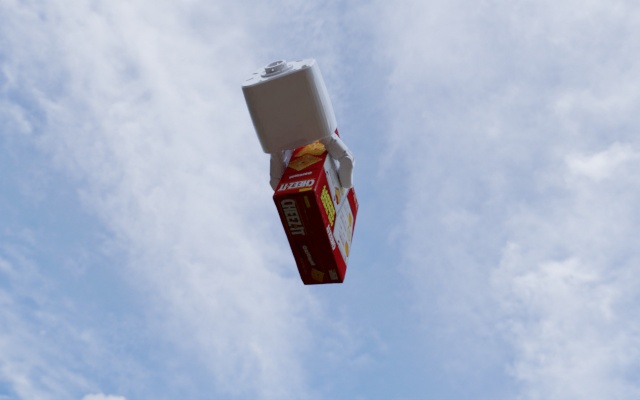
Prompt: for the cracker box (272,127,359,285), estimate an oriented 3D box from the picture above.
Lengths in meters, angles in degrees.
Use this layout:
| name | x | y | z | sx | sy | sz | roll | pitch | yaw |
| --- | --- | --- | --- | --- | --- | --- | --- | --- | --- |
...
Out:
| name | x | y | z | sx | sy | sz | roll | pitch | yaw |
| --- | --- | --- | --- | --- | --- | --- | --- | --- | --- |
| cracker box | 0.000 | 0.002 | 0.756 | 0.072 | 0.164 | 0.213 | -8 | 30 | 17 |
